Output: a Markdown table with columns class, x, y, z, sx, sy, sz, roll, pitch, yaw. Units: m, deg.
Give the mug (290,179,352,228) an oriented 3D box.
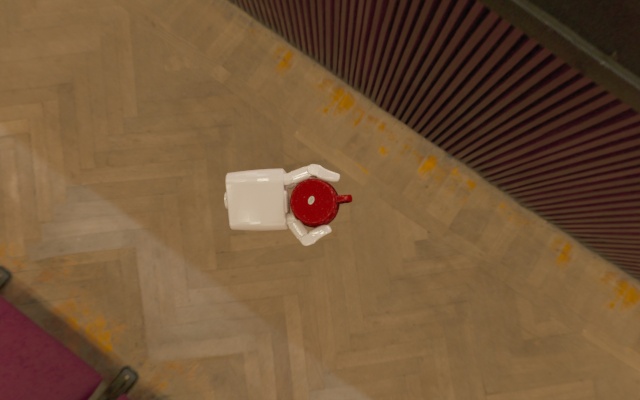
| class | x | y | z | sx | sy | sz | roll | pitch | yaw |
| --- | --- | --- | --- | --- | --- | --- | --- | --- | --- |
| mug | 0.002 | 0.003 | 0.873 | 0.117 | 0.093 | 0.081 | -4 | -3 | 3 |
